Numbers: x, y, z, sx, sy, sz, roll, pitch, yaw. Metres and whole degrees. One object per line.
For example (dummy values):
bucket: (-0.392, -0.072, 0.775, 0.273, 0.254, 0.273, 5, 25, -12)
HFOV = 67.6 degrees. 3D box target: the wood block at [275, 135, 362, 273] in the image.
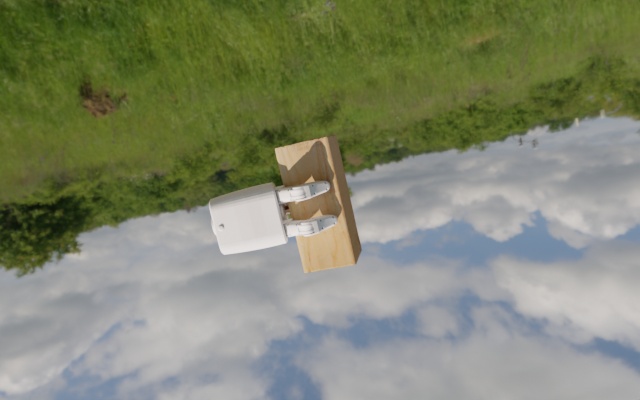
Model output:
wood block: (0.000, 0.003, 0.791, 0.090, 0.206, 0.091, -11, 7, 12)
